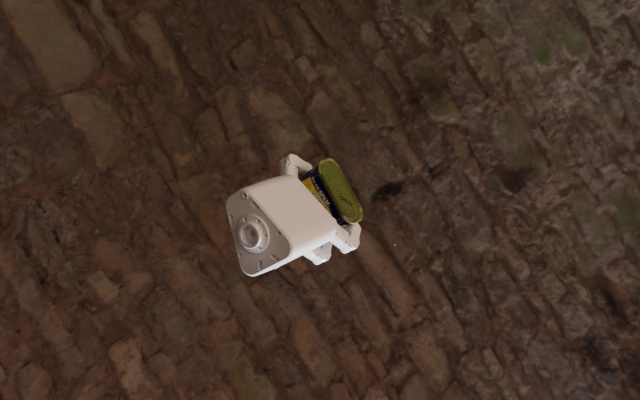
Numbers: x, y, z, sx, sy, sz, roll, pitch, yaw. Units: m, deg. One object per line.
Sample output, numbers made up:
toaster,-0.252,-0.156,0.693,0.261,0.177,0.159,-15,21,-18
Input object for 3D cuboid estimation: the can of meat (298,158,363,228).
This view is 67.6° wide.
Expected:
can of meat,0.000,0.002,0.707,0.084,0.102,0.057,-29,-2,32
